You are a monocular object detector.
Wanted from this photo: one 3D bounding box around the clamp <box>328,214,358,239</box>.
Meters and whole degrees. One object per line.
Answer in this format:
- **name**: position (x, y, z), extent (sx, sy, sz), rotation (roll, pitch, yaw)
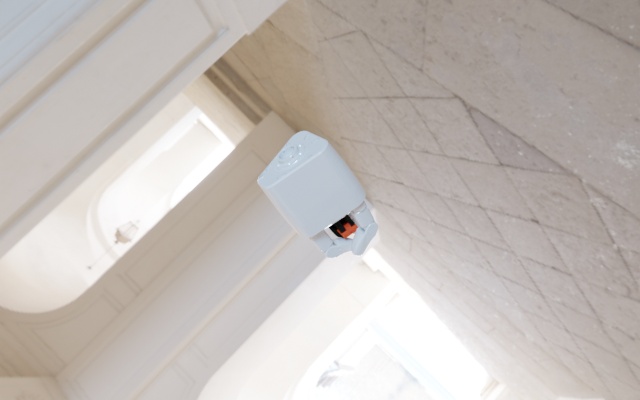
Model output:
- **clamp**: position (0.000, 0.003, 0.775), extent (0.039, 0.120, 0.171), rotation (-42, 32, -10)
